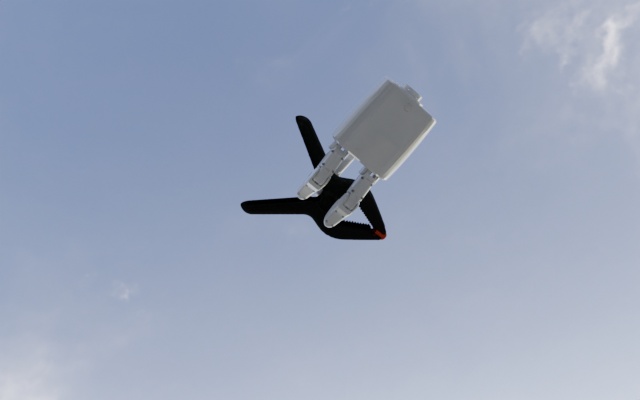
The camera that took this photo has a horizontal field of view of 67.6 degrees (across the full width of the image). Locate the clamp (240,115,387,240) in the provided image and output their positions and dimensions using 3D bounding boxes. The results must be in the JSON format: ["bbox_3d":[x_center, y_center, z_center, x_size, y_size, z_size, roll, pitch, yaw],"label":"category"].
[{"bbox_3d":[0.001,0.002,0.690,0.210,0.164,0.036,38,19,-12],"label":"clamp"}]
